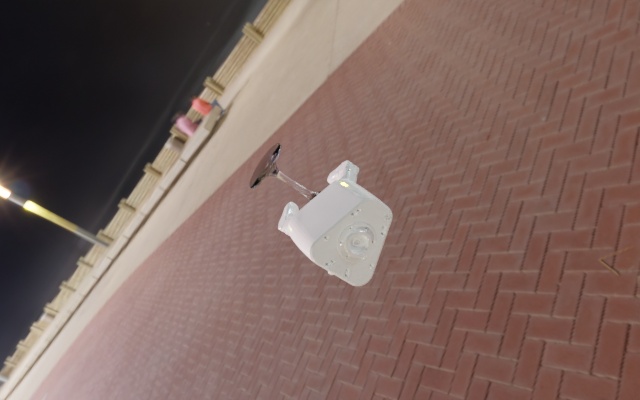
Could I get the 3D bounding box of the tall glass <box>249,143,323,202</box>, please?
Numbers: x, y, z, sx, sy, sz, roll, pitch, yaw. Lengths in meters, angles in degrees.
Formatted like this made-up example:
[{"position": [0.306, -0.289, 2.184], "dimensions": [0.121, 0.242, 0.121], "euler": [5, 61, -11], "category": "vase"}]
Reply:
[{"position": [0.000, 0.002, 0.700], "dimensions": [0.201, 0.079, 0.079], "euler": [33, -13, -21], "category": "tall glass"}]
